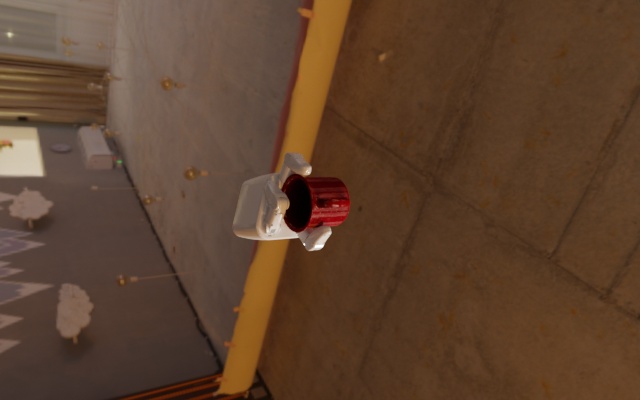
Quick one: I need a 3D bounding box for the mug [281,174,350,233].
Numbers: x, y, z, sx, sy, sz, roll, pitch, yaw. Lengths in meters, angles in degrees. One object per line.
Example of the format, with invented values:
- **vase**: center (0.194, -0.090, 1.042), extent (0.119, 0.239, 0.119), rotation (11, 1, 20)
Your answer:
- **mug**: center (0.001, 0.002, 0.762), extent (0.081, 0.093, 0.117), rotation (-3, 0, -36)
